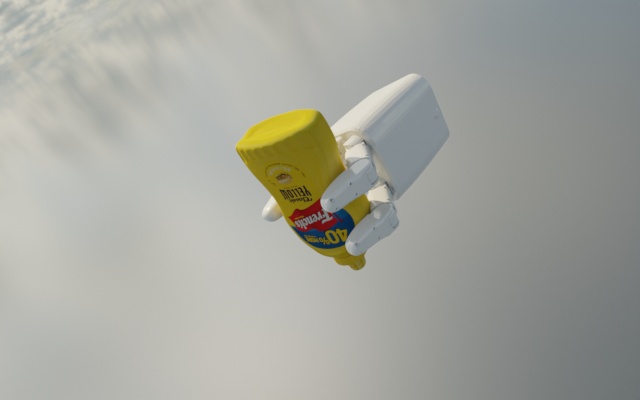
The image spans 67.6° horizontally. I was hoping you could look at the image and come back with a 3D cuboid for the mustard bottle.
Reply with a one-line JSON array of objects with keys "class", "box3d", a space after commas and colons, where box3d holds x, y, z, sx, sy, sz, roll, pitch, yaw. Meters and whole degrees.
[{"class": "mustard bottle", "box3d": [0.000, 0.002, 0.492, 0.096, 0.192, 0.058, -9, 37, 34]}]
